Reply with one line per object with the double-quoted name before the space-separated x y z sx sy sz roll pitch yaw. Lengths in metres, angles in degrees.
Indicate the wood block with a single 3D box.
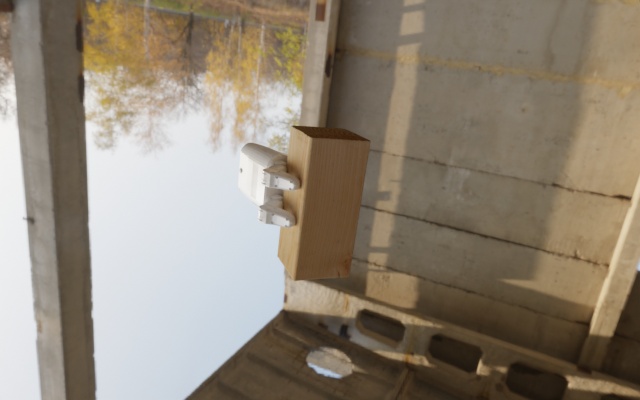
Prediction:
"wood block" 0.000 0.002 0.698 0.091 0.206 0.090 -1 19 -23
